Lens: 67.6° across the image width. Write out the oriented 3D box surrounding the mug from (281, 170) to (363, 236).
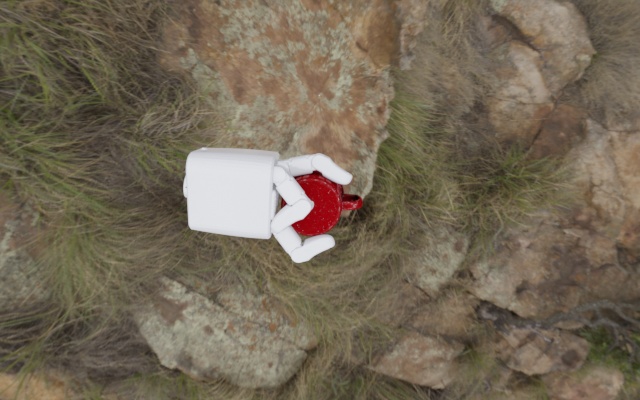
[{"bbox_3d":[0.002,0.002,0.666,0.117,0.093,0.081,4,12,0],"label":"mug"}]
